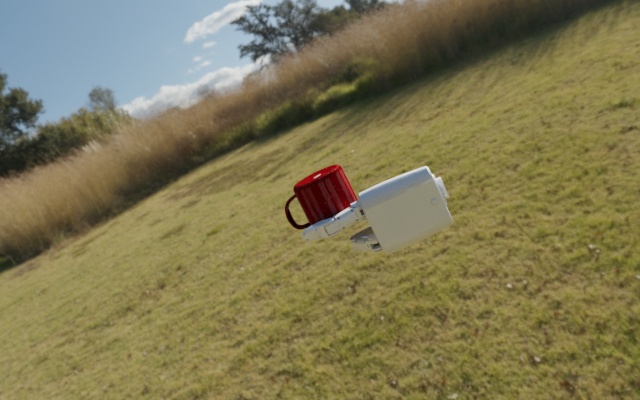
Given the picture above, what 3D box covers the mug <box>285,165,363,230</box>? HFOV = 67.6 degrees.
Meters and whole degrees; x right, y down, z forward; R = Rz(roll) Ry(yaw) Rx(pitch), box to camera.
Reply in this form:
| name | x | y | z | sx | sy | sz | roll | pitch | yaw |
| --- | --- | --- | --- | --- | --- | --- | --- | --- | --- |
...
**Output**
| name | x | y | z | sx | sy | sz | roll | pitch | yaw |
| --- | --- | --- | --- | --- | --- | --- | --- | --- | --- |
| mug | -0.001 | 0.003 | 0.730 | 0.117 | 0.081 | 0.093 | -24 | 11 | 13 |
